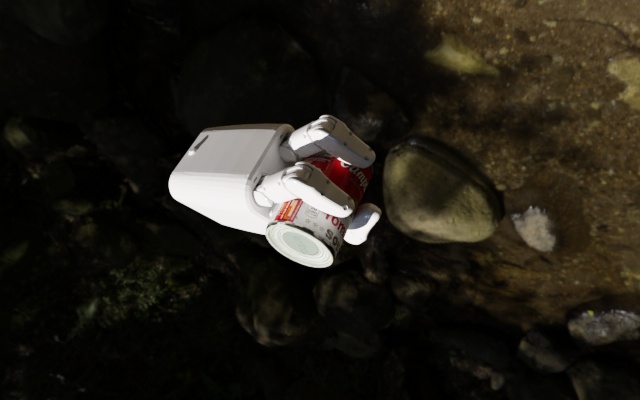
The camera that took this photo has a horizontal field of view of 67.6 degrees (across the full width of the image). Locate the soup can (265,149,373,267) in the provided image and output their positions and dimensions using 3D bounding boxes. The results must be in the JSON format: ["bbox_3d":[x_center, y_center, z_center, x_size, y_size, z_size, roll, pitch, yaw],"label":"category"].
[{"bbox_3d":[0.000,0.002,0.441,0.068,0.102,0.068,19,-31,12],"label":"soup can"}]
